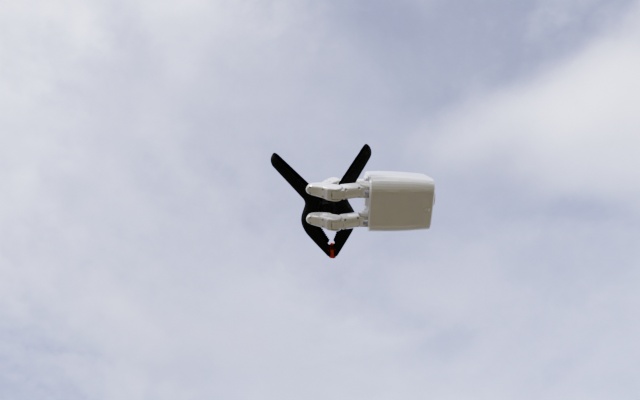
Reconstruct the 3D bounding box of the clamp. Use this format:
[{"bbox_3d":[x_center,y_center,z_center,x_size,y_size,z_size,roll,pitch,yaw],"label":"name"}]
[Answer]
[{"bbox_3d":[0.000,0.003,0.815,0.164,0.210,0.036,2,26,3],"label":"clamp"}]
